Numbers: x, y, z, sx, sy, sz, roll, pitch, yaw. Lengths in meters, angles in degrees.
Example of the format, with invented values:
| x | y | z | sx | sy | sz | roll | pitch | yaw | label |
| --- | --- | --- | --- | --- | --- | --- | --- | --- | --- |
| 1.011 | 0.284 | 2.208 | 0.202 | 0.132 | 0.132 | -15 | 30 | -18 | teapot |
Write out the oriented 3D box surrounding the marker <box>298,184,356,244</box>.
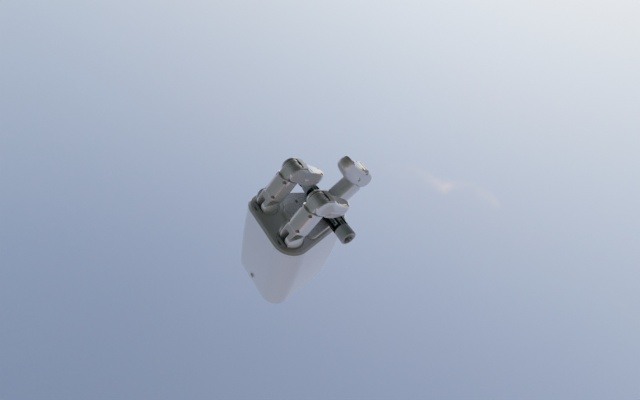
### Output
| x | y | z | sx | sy | sz | roll | pitch | yaw | label |
| --- | --- | --- | --- | --- | --- | --- | --- | --- | --- |
| 0.000 | 0.002 | 0.561 | 0.020 | 0.020 | 0.121 | 0 | 43 | -46 | marker |
